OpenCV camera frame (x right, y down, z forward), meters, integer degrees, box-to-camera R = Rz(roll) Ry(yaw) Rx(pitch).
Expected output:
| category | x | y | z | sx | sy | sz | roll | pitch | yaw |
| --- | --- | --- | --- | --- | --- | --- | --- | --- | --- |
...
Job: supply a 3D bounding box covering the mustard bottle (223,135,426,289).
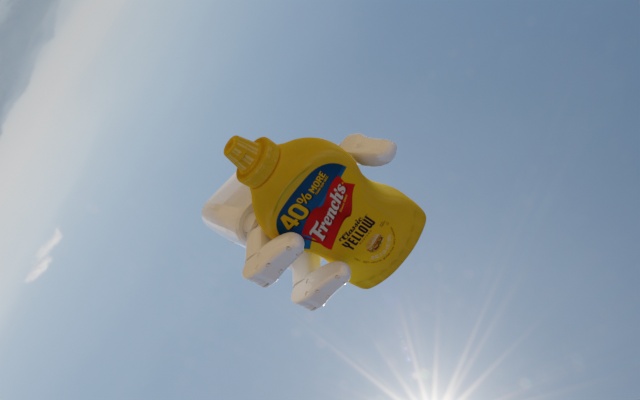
| category | x | y | z | sx | sy | sz | roll | pitch | yaw |
| --- | --- | --- | --- | --- | --- | --- | --- | --- | --- |
| mustard bottle | 0.000 | 0.002 | 0.410 | 0.192 | 0.096 | 0.058 | 33 | 12 | -31 |
